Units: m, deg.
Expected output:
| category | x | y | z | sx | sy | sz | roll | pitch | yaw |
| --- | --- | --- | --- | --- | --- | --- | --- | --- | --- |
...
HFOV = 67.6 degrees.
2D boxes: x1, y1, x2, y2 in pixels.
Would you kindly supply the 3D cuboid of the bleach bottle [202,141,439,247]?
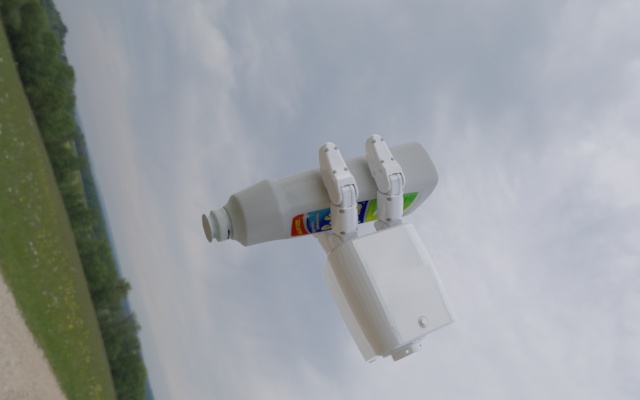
| category | x | y | z | sx | sy | sz | roll | pitch | yaw |
| --- | --- | --- | --- | --- | --- | --- | --- | --- | --- |
| bleach bottle | 0.000 | 0.002 | 0.506 | 0.251 | 0.068 | 0.103 | -15 | -21 | -27 |
